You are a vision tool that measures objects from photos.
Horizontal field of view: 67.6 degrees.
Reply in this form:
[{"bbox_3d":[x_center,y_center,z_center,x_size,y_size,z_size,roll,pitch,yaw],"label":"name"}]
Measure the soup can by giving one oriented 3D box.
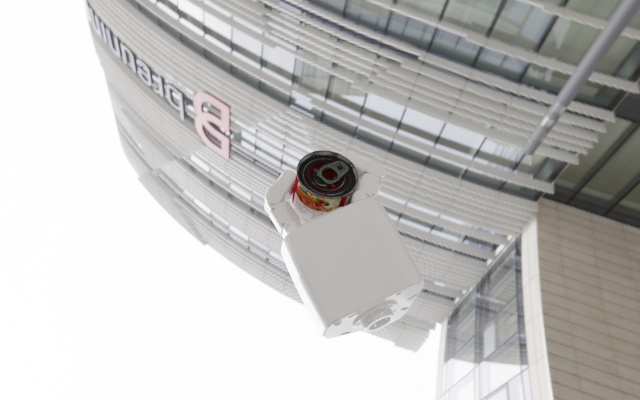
[{"bbox_3d":[0.000,0.002,0.549,0.068,0.068,0.102,0,-38,-11],"label":"soup can"}]
